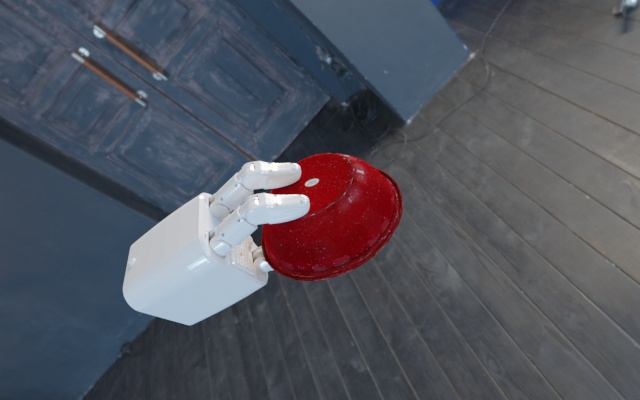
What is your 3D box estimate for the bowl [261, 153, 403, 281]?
[{"bbox_3d":[0.001,0.001,0.494,0.162,0.162,0.055,0,-43,30],"label":"bowl"}]
